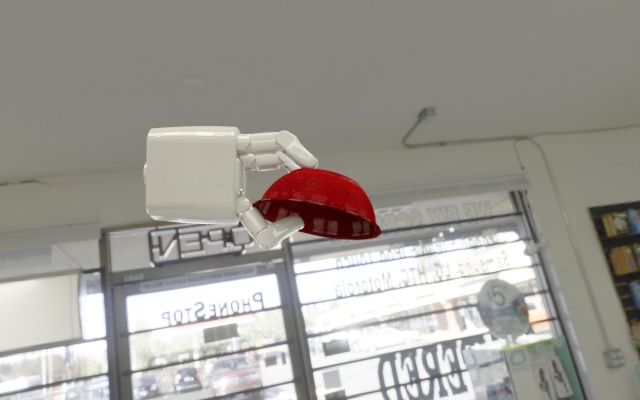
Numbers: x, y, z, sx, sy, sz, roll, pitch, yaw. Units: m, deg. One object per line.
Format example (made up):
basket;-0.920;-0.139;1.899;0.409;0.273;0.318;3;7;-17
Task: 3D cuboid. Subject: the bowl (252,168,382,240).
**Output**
bowl;0.001;0.002;0.594;0.162;0.055;0.162;11;-16;3
